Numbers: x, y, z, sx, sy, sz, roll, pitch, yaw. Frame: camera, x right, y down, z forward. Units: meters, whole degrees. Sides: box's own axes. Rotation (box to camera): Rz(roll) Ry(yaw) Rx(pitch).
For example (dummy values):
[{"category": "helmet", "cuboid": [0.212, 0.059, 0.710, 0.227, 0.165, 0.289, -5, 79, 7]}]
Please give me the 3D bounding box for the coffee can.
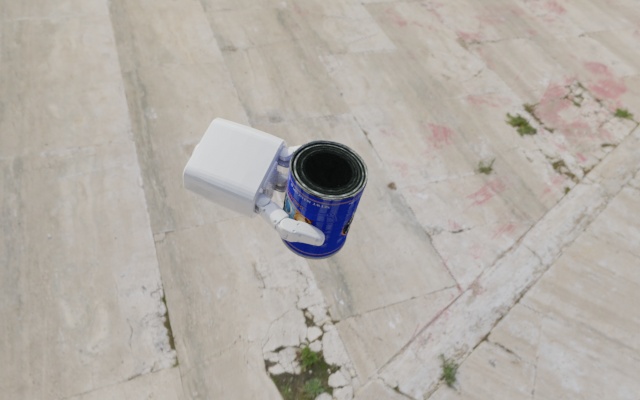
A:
[{"category": "coffee can", "cuboid": [0.000, 0.002, 0.661, 0.103, 0.102, 0.140, 0, -38, -12]}]
